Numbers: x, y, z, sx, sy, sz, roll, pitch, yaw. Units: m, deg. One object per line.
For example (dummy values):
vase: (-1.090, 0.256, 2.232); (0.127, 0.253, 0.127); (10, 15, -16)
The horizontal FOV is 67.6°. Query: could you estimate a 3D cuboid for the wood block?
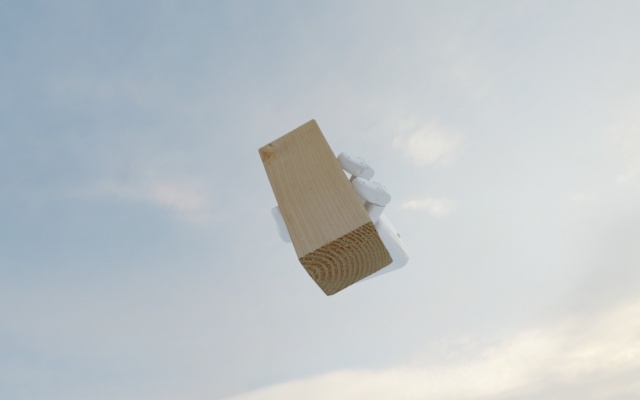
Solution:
wood block: (0.000, 0.002, 0.603); (0.091, 0.206, 0.090); (-29, -45, 3)
